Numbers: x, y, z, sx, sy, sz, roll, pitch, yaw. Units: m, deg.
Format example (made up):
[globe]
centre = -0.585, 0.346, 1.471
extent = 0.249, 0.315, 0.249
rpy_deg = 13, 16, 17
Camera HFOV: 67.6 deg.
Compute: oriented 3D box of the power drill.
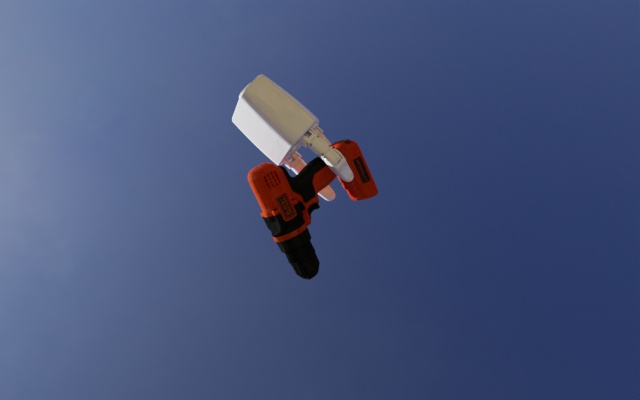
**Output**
[power drill]
centre = 0.000, 0.002, 0.730
extent = 0.187, 0.184, 0.057
rpy_deg = -32, 15, -31
